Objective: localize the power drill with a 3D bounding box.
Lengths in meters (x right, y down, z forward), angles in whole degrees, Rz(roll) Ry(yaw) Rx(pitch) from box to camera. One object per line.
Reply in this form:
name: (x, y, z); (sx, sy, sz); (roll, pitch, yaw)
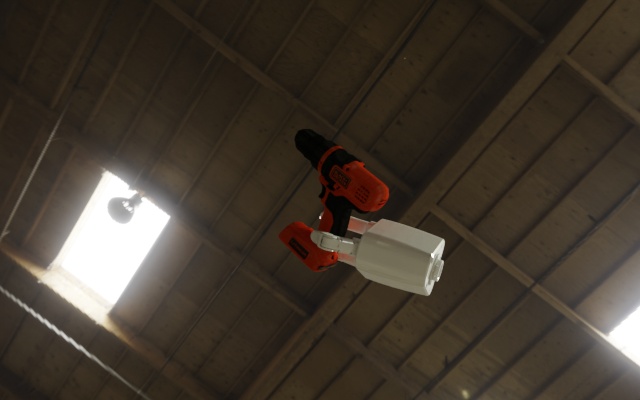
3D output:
power drill: (0.000, 0.003, 0.752); (0.057, 0.188, 0.184); (-12, 46, -47)
